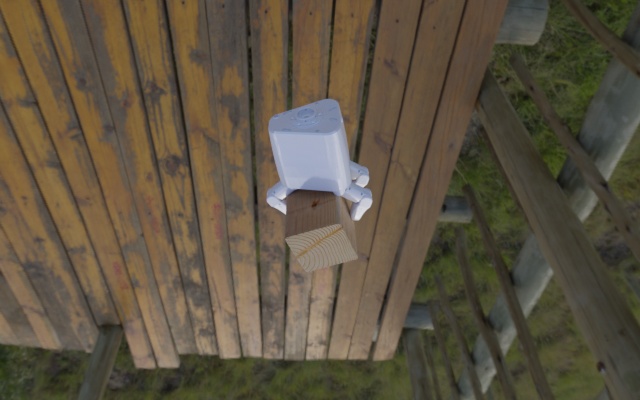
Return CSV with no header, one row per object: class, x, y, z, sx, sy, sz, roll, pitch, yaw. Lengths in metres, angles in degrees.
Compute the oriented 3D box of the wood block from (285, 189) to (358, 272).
wood block,0.000,0.003,0.796,0.091,0.206,0.090,-16,-48,14
